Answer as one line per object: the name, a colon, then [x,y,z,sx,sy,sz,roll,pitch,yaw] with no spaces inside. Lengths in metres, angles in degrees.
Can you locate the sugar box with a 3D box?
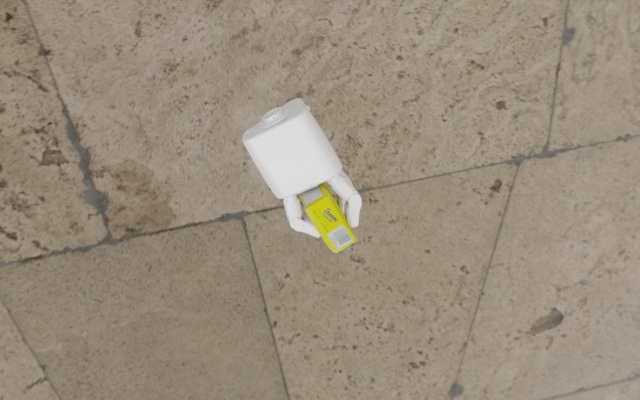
sugar box: [0.001,0.002,0.770,0.048,0.093,0.176,-30,26,5]
